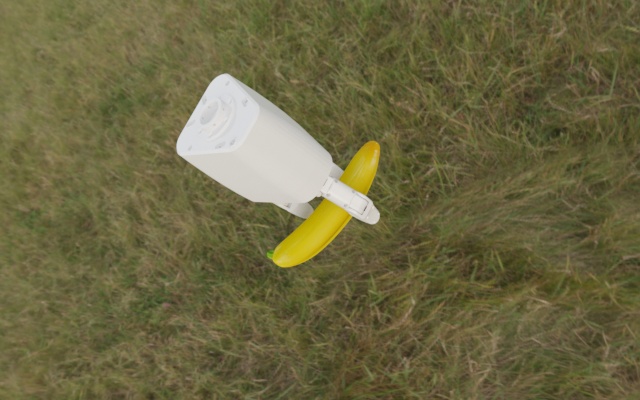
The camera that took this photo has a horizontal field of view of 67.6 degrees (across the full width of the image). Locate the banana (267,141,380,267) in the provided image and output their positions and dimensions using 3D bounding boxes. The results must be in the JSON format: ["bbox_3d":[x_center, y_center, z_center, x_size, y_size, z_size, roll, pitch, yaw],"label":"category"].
[{"bbox_3d":[0.004,0.015,0.550,0.037,0.198,0.069,33,18,-38],"label":"banana"}]
